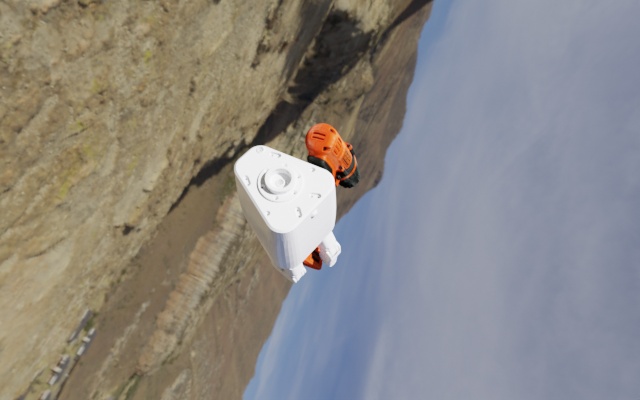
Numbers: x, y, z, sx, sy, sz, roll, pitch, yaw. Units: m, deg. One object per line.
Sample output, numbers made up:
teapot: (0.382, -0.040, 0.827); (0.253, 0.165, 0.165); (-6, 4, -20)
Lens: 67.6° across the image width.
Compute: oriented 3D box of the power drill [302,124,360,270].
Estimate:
power drill: (0.000, 0.003, 0.697); (0.057, 0.187, 0.184); (14, -12, 22)
